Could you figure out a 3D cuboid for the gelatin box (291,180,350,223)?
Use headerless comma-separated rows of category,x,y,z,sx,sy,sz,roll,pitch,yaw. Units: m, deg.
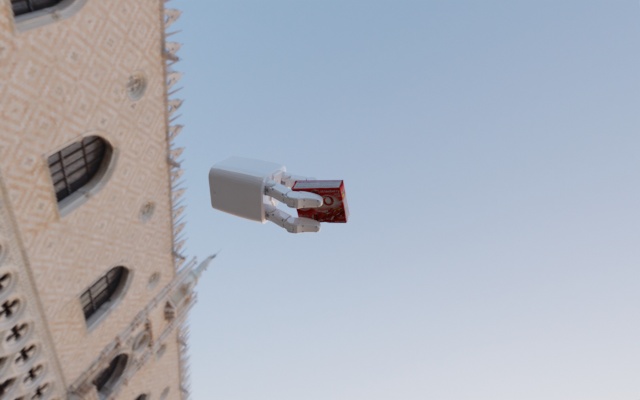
gelatin box,0.001,0.002,0.819,0.089,0.073,0.030,-1,34,17
